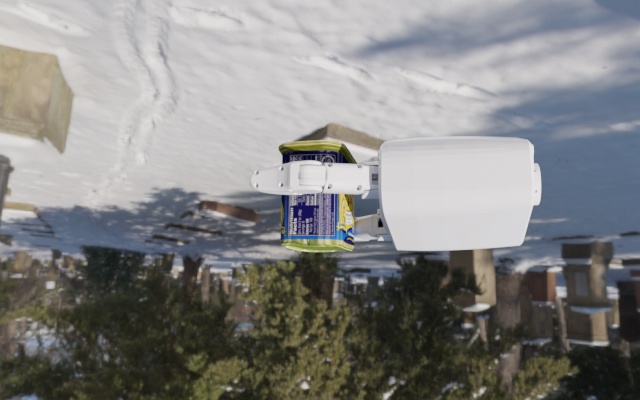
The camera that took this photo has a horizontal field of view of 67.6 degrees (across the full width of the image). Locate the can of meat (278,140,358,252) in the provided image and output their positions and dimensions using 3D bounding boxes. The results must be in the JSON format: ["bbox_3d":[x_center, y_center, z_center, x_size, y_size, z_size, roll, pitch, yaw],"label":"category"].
[{"bbox_3d":[0.000,0.002,0.420,0.057,0.084,0.102,-1,-9,13],"label":"can of meat"}]
